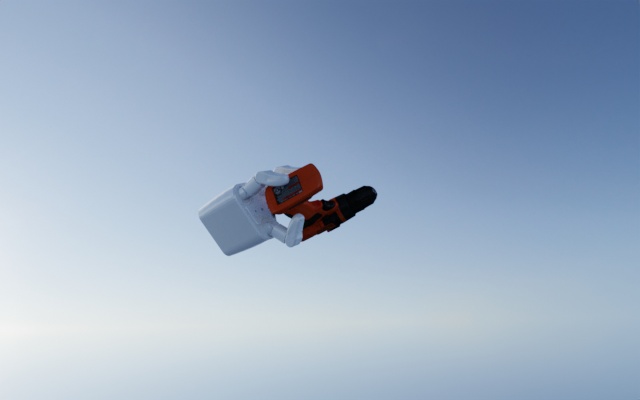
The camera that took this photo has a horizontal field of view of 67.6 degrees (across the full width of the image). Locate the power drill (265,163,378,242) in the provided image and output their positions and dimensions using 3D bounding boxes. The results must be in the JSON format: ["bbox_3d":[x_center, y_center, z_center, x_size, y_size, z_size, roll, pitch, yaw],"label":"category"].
[{"bbox_3d":[0.000,0.003,0.859,0.184,0.057,0.188,-30,-29,10],"label":"power drill"}]
